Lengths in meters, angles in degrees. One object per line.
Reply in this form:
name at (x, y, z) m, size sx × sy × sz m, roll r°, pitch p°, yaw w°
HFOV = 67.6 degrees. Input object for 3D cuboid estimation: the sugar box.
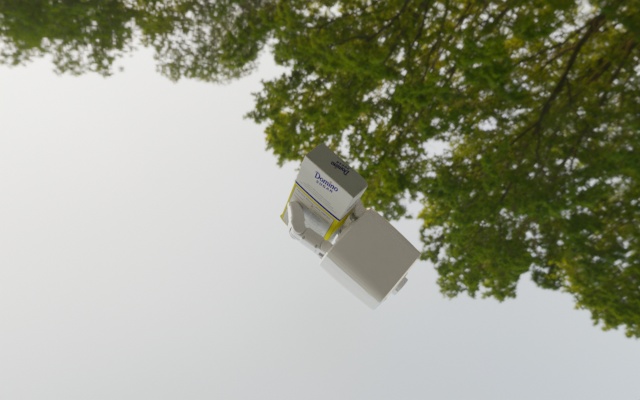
sugar box at (0.001, 0.002, 0.725) m, size 0.048 × 0.093 × 0.176 m, roll -40°, pitch -12°, yaw -37°
